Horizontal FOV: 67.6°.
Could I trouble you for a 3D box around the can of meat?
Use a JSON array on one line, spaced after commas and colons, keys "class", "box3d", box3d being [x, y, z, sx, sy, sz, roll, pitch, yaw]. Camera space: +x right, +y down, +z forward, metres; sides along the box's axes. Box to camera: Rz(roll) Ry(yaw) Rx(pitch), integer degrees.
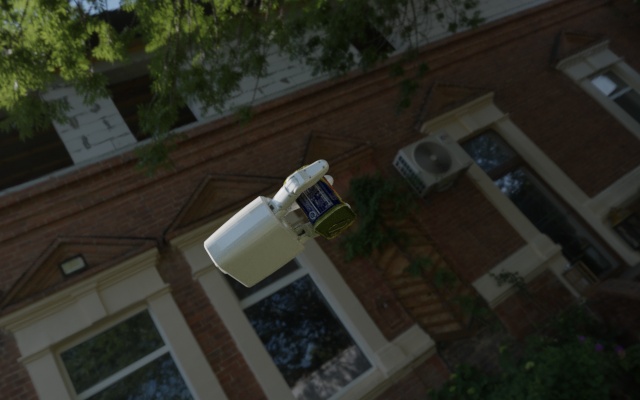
[{"class": "can of meat", "box3d": [0.000, 0.002, 0.691, 0.057, 0.084, 0.102, -39, -21, 4]}]
